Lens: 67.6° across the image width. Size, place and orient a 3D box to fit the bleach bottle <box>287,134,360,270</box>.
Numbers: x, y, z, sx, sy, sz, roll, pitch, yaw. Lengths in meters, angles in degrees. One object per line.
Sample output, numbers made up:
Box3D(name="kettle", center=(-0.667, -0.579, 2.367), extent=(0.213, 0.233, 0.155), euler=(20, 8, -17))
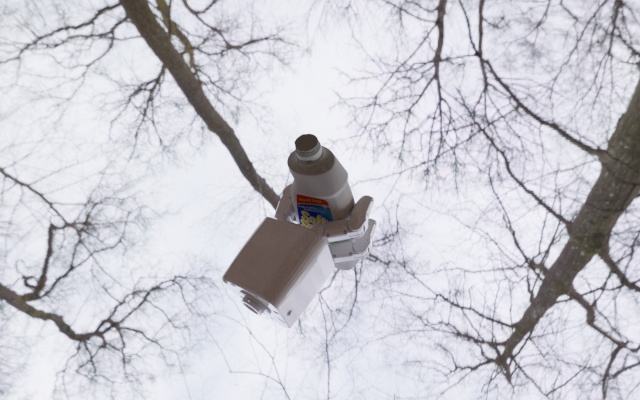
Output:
Box3D(name="bleach bottle", center=(0.000, 0.002, 0.652), extent=(0.102, 0.068, 0.251), euler=(23, -27, 27))
